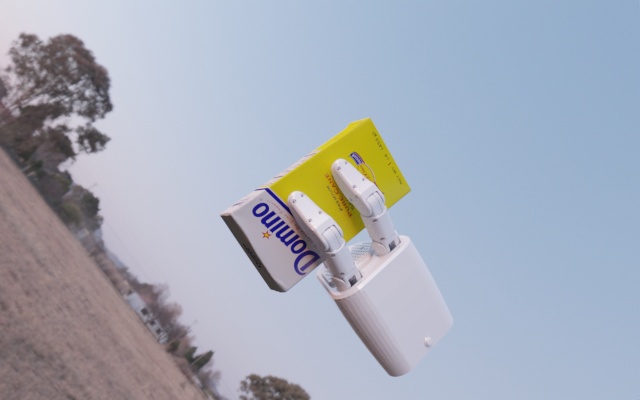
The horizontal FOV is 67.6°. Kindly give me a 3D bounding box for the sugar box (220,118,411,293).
[{"bbox_3d":[0.000,0.002,0.475,0.176,0.093,0.048,-38,13,-24],"label":"sugar box"}]
